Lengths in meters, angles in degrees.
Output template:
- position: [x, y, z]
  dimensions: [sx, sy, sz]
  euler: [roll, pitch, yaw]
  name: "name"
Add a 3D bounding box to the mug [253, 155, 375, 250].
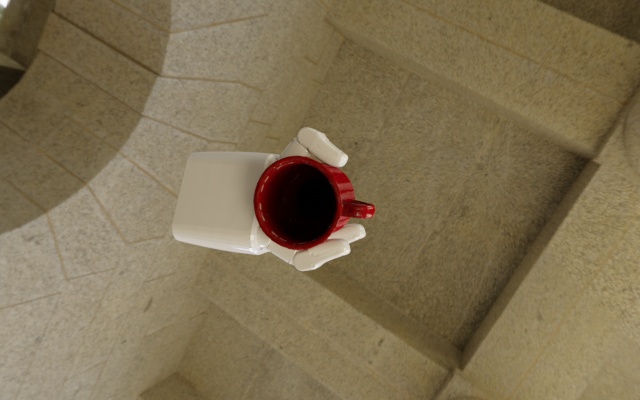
- position: [0.002, 0.002, 0.501]
  dimensions: [0.117, 0.093, 0.081]
  euler: [6, 5, 18]
  name: "mug"
